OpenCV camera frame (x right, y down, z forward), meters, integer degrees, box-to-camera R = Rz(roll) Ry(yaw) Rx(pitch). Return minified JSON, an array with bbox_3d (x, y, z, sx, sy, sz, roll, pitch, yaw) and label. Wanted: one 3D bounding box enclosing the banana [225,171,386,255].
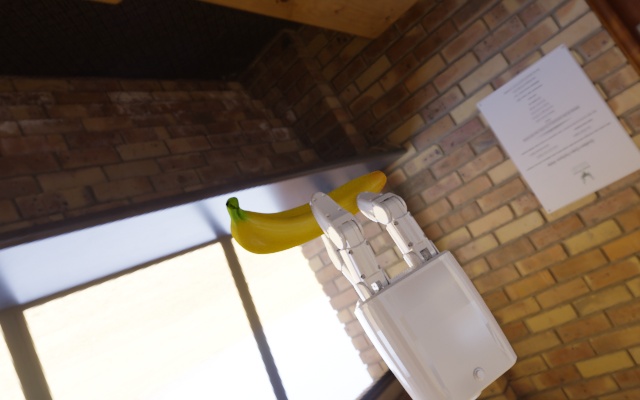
[{"bbox_3d":[-0.011,0.014,0.454,0.198,0.037,0.070,-15,-28,-44],"label":"banana"}]
